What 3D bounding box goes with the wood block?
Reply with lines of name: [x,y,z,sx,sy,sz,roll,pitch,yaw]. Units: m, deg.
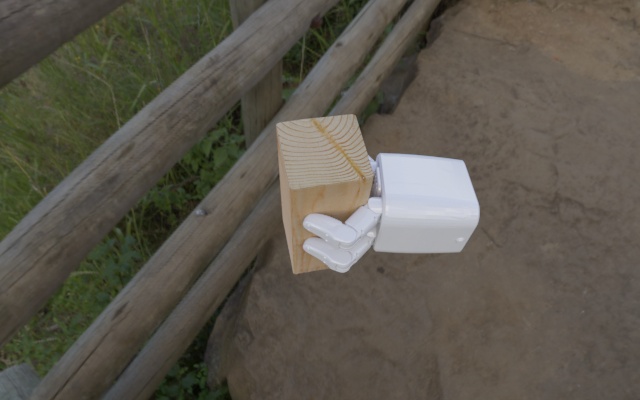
wood block: [0.000,0.002,0.583,0.090,0.090,0.206,-8,-32,-7]
